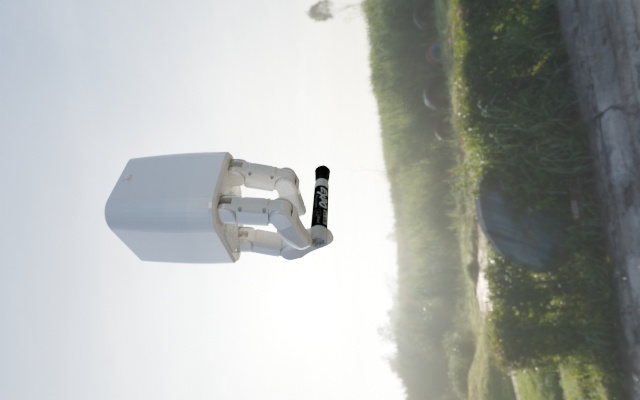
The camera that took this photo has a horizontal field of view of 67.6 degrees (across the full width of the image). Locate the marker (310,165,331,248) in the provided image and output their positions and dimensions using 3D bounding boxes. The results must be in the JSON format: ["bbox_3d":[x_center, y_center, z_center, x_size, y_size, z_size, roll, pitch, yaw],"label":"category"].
[{"bbox_3d":[0.000,0.002,0.518,0.020,0.020,0.121,0,42,3],"label":"marker"}]
